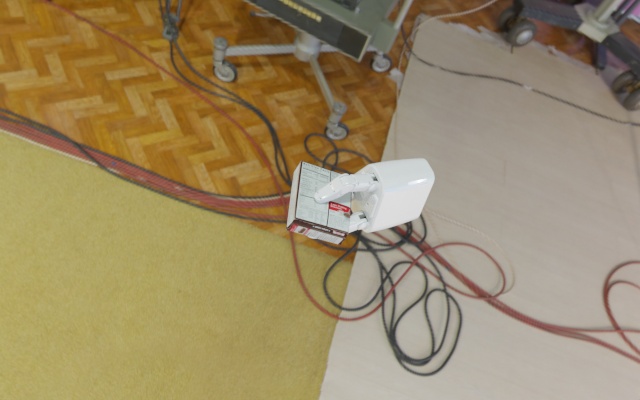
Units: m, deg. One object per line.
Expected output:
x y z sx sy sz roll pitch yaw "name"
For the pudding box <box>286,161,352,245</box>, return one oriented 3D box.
0.000 0.002 0.727 0.090 0.113 0.039 16 -38 -15 "pudding box"
